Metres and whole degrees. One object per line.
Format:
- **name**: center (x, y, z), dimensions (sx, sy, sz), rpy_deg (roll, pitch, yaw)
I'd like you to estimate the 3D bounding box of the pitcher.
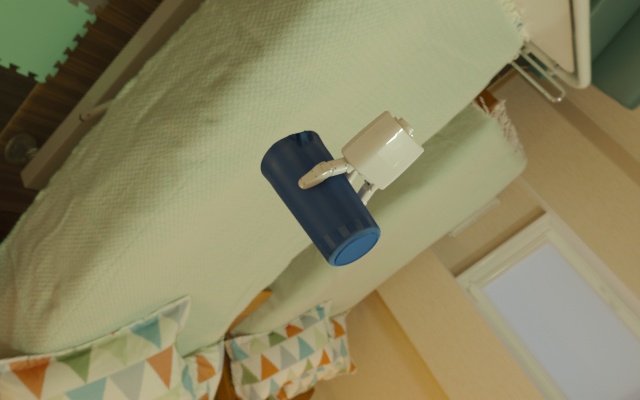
- **pitcher**: center (0.000, 0.003, 0.879), dimensions (0.145, 0.242, 0.149), rpy_deg (-41, -28, 13)
